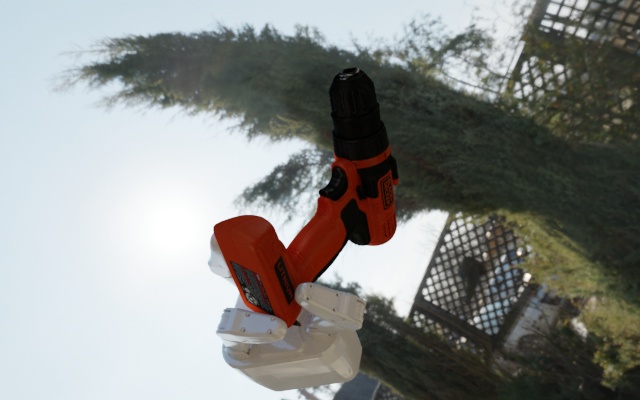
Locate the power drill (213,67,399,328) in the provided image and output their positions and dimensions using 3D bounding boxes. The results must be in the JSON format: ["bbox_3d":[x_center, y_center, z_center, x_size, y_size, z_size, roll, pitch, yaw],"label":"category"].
[{"bbox_3d":[0.000,0.002,0.414,0.057,0.184,0.187,17,44,40],"label":"power drill"}]
